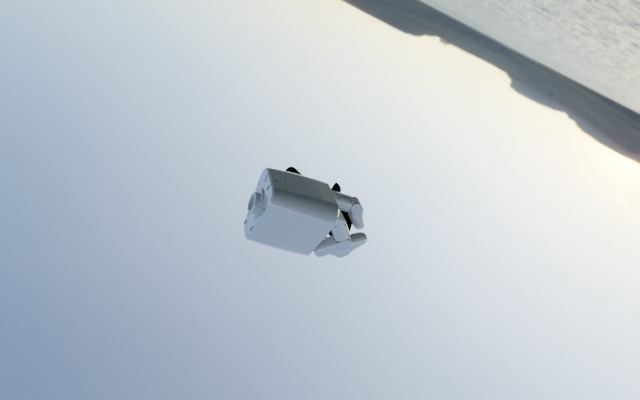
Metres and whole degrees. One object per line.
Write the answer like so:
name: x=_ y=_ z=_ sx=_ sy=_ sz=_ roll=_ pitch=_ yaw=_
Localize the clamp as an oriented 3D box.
clamp: x=0.000 y=0.003 z=0.817 sx=0.120 sy=0.039 sz=0.171 roll=17 pitch=27 yaw=-24
